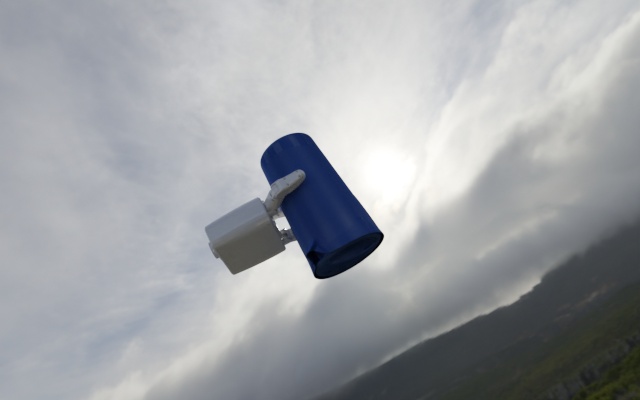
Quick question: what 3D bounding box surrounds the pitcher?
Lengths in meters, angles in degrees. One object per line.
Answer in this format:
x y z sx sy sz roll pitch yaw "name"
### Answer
0.000 0.003 0.829 0.145 0.242 0.149 -29 -24 -6 "pitcher"
